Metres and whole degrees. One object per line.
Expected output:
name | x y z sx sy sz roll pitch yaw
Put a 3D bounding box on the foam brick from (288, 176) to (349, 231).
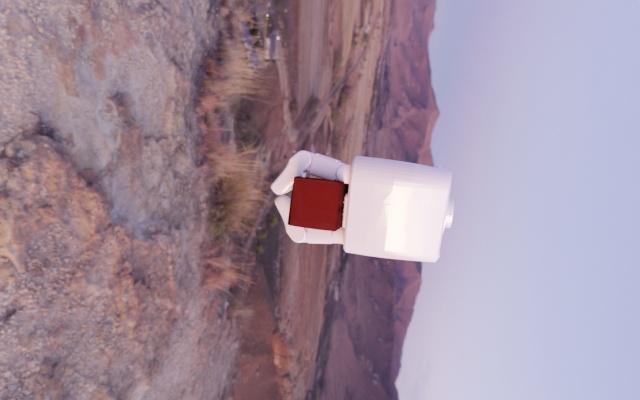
foam brick | 0.000 0.002 0.527 0.051 0.053 0.078 8 5 9
